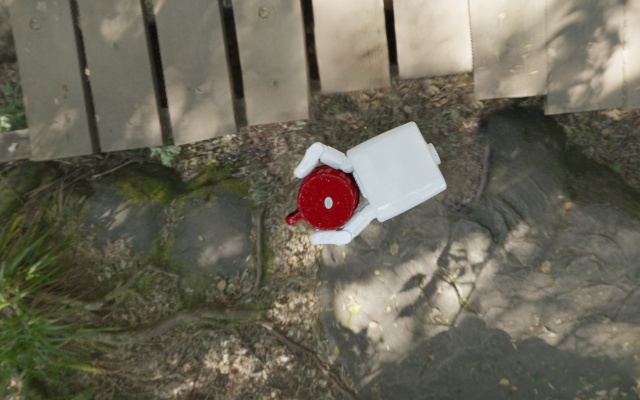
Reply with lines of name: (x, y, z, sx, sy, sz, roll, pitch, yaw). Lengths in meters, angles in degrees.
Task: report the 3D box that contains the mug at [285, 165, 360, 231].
mug: (-0.001, 0.003, 0.688, 0.117, 0.093, 0.081, -27, 5, 7)
